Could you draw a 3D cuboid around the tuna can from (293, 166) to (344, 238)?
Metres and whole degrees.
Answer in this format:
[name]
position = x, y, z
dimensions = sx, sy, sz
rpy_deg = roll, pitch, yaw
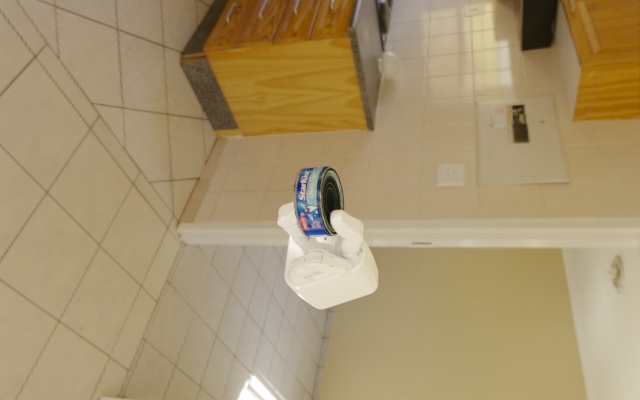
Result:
[tuna can]
position = 0.001, 0.002, 0.574
dimensions = 0.034, 0.086, 0.086
rpy_deg = -4, -2, 21
